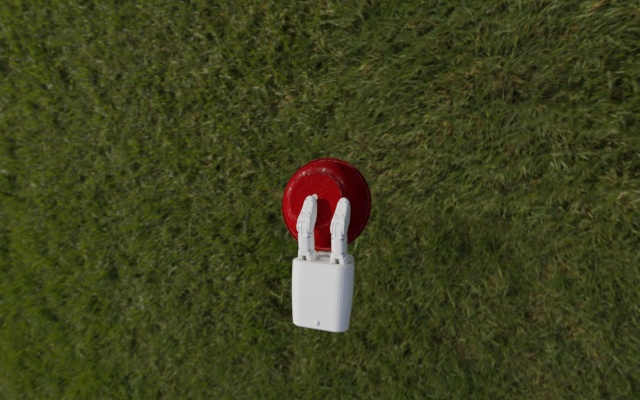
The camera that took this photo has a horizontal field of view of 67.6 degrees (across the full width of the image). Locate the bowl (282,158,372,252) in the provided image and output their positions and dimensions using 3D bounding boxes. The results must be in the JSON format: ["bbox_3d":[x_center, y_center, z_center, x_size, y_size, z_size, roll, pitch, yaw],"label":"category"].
[{"bbox_3d":[0.000,0.001,0.790,0.162,0.162,0.055,0,-8,20],"label":"bowl"}]
